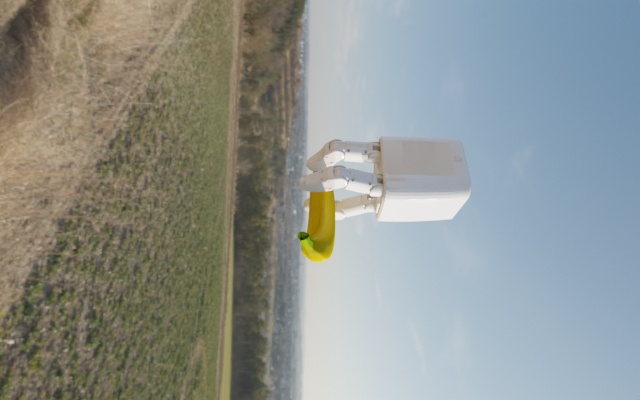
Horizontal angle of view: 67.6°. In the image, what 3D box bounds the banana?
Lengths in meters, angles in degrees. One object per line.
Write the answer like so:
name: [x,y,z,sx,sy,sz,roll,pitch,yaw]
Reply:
banana: [0.000,0.020,0.598,0.037,0.070,0.197,0,28,4]
